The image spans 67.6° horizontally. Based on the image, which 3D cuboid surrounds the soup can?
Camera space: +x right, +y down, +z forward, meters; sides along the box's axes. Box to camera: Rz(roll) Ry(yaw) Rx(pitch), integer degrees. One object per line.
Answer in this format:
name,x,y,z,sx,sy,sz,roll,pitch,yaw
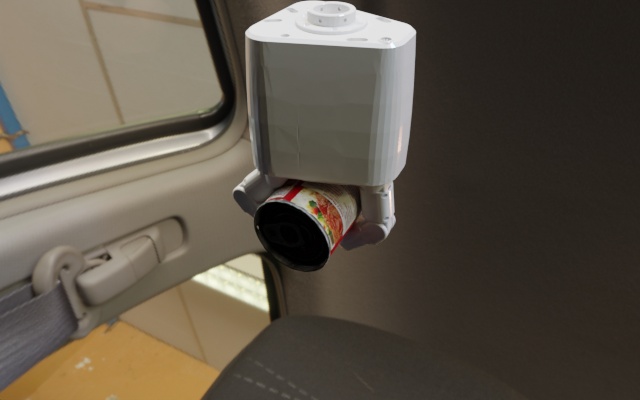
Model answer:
soup can,0.000,0.002,0.402,0.068,0.068,0.102,0,33,34
